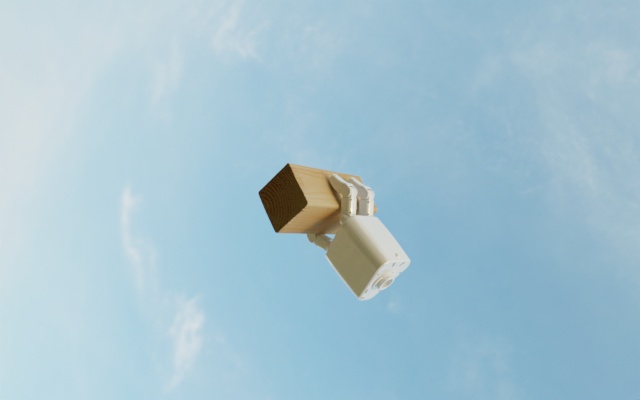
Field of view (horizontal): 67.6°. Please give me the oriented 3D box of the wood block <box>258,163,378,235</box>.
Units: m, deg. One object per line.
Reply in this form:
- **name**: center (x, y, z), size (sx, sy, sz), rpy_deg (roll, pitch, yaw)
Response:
- **wood block**: center (0.000, 0.003, 0.883), size (0.091, 0.090, 0.206), rpy_deg (-42, -29, 29)
